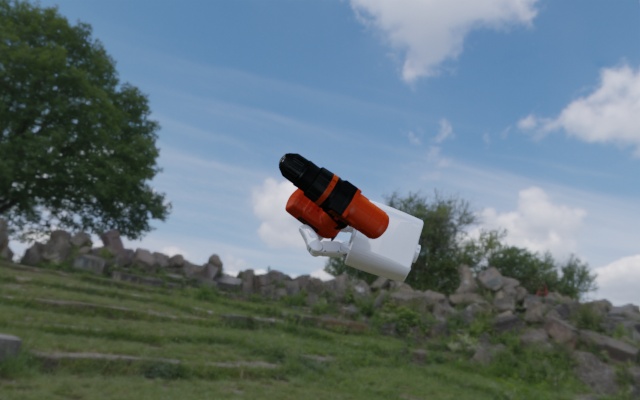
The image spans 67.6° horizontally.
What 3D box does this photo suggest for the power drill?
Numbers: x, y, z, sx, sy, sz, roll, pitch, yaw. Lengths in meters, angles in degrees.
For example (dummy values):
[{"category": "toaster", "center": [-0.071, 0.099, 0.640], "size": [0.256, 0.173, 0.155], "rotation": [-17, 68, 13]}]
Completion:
[{"category": "power drill", "center": [0.000, 0.003, 0.753], "size": [0.184, 0.057, 0.187], "rotation": [36, -14, -8]}]
